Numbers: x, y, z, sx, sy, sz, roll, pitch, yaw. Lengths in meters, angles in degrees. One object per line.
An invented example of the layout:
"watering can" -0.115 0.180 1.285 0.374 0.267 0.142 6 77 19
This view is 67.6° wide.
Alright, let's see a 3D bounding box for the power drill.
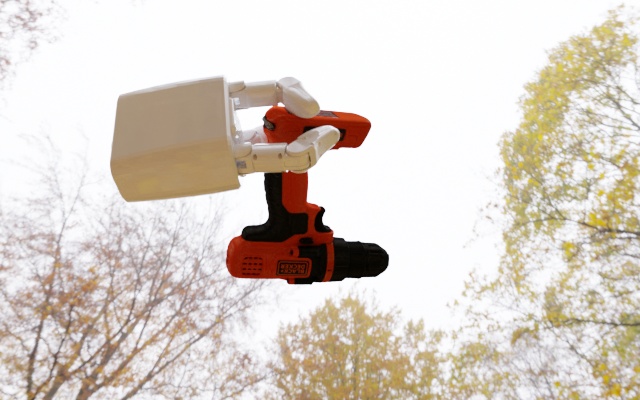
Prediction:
"power drill" 0.000 0.001 0.501 0.184 0.188 0.057 2 19 -18
